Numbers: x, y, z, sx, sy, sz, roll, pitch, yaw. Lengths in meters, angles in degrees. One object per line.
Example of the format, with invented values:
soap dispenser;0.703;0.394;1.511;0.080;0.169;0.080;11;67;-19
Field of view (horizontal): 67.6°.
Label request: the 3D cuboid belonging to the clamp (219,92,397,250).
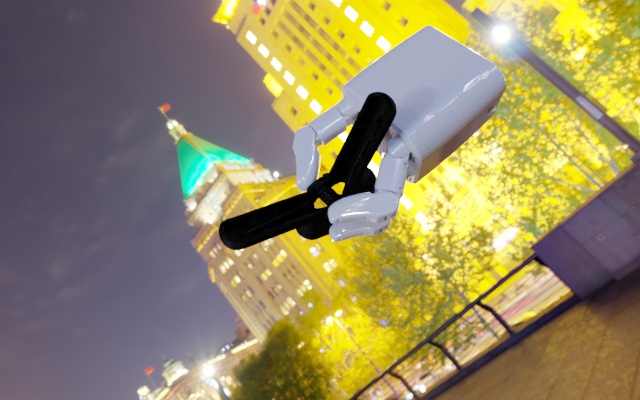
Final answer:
clamp;0.000;0.001;0.437;0.164;0.036;0.210;-38;-17;-4
